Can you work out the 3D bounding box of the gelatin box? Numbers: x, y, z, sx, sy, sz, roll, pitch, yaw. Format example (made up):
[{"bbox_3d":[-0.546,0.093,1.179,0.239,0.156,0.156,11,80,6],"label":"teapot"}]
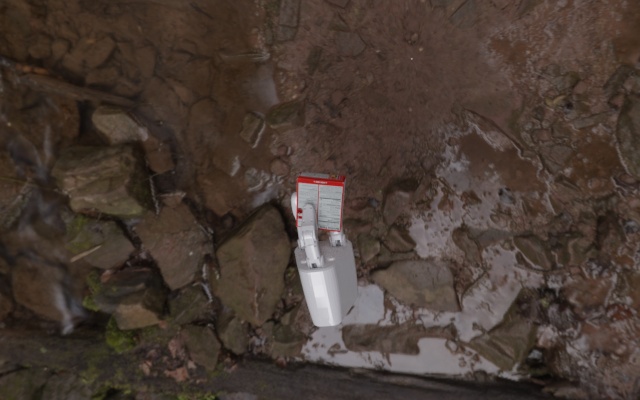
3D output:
[{"bbox_3d":[0.000,0.002,0.753,0.073,0.089,0.030,6,26,7],"label":"gelatin box"}]
